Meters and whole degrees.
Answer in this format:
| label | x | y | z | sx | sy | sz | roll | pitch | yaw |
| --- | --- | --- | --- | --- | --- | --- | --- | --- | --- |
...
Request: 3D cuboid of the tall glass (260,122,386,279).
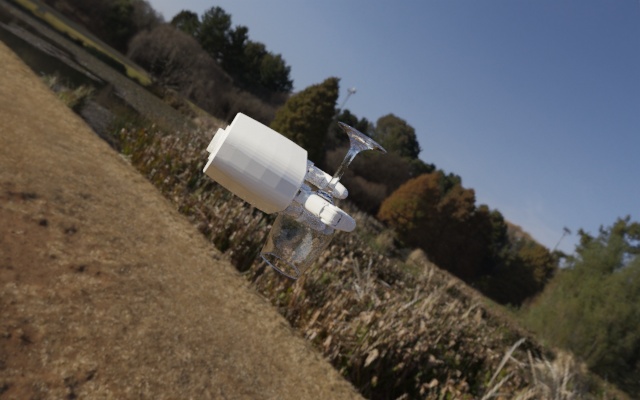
| label | x | y | z | sx | sy | sz | roll | pitch | yaw |
| --- | --- | --- | --- | --- | --- | --- | --- | --- | --- |
| tall glass | 0.001 | 0.002 | 0.622 | 0.079 | 0.201 | 0.079 | 32 | 3 | -2 |
